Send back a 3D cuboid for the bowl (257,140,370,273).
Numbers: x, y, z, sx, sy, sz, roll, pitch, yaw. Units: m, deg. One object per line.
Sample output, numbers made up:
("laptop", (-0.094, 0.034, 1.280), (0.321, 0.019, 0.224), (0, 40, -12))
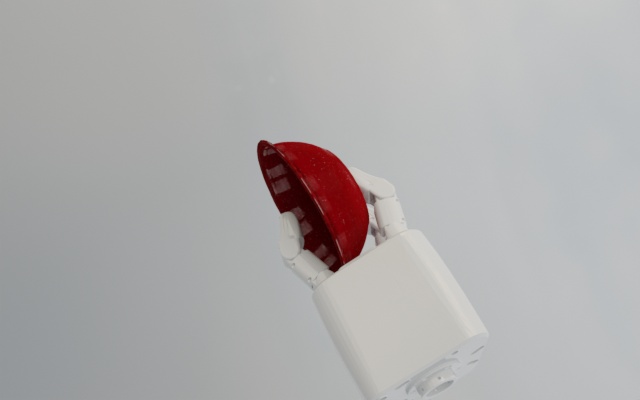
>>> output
("bowl", (0.000, 0.000, 0.476), (0.055, 0.162, 0.162), (-31, 9, -16))
